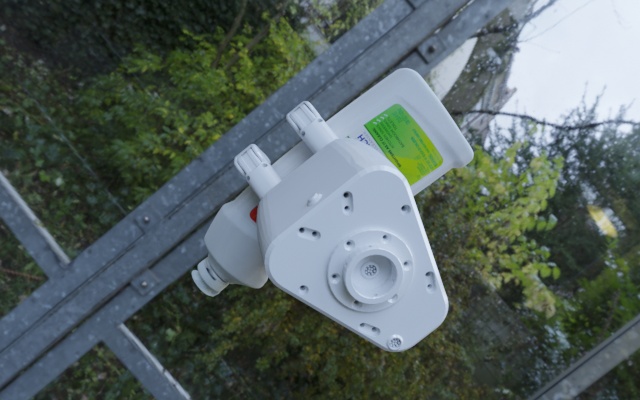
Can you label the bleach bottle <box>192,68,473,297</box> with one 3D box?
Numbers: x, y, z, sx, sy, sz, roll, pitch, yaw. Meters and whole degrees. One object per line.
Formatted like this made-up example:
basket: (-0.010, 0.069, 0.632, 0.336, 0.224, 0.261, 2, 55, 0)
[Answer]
bleach bottle: (0.000, 0.001, 0.414, 0.251, 0.102, 0.068, -39, 14, 3)
